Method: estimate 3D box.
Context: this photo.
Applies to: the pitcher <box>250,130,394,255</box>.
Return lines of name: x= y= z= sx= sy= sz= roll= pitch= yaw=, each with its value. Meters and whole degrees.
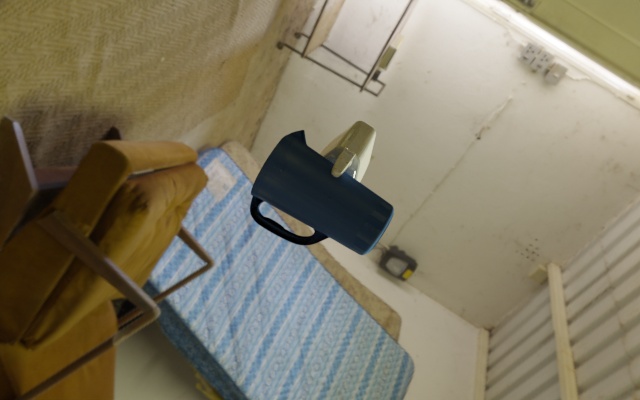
pitcher: x=0.000 y=0.003 z=0.867 sx=0.243 sy=0.145 sz=0.149 roll=33 pitch=-42 yaw=1
